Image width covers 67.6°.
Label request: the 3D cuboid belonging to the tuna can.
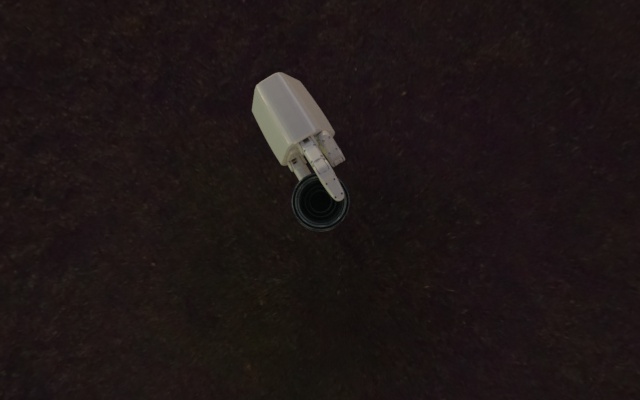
[{"bbox_3d":[0.000,0.002,0.693,0.086,0.086,0.034,0,-4,-1],"label":"tuna can"}]
